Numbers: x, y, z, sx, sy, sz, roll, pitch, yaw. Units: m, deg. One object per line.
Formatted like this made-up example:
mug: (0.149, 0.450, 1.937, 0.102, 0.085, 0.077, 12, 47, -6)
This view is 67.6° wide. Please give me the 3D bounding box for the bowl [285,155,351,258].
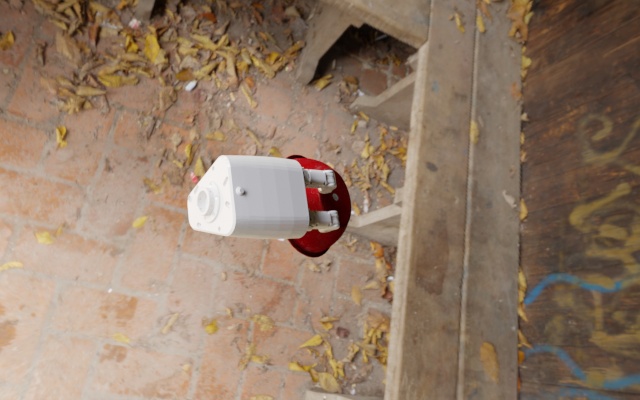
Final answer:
bowl: (0.001, 0.002, 0.721, 0.055, 0.162, 0.162, -15, -8, 32)
